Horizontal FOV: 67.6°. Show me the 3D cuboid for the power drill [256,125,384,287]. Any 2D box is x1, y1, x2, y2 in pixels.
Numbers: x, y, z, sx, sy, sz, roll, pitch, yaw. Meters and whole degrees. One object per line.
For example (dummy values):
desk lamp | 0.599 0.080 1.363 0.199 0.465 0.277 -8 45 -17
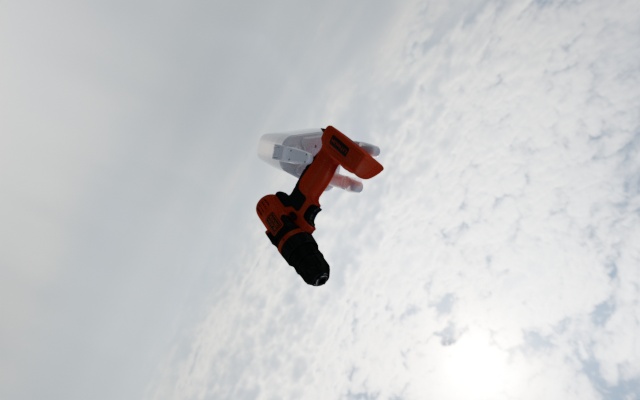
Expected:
power drill | 0.000 0.002 0.665 0.057 0.188 0.184 29 14 -47
